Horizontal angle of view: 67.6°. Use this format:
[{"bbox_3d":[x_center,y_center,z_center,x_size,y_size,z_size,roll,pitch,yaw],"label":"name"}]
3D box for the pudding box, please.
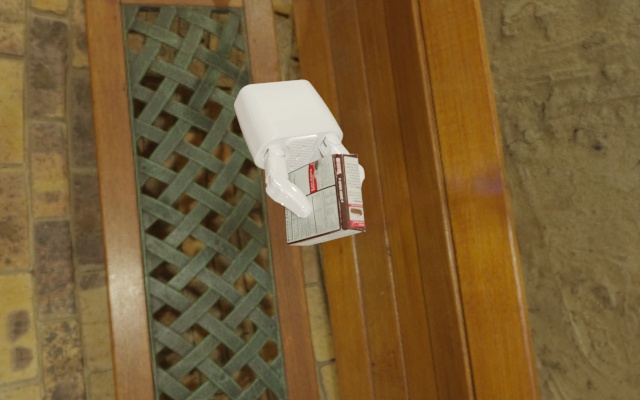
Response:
[{"bbox_3d":[0.000,0.002,0.561,0.039,0.090,0.113,2,-13,-35],"label":"pudding box"}]
